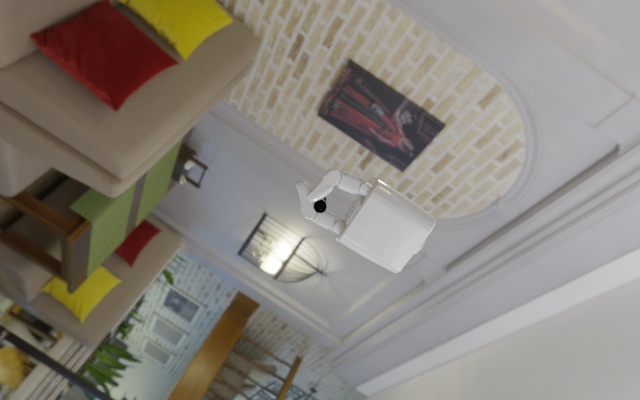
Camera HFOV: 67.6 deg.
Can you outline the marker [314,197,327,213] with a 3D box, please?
[{"bbox_3d":[0.000,0.002,0.741,0.020,0.020,0.121,0,7,0],"label":"marker"}]
